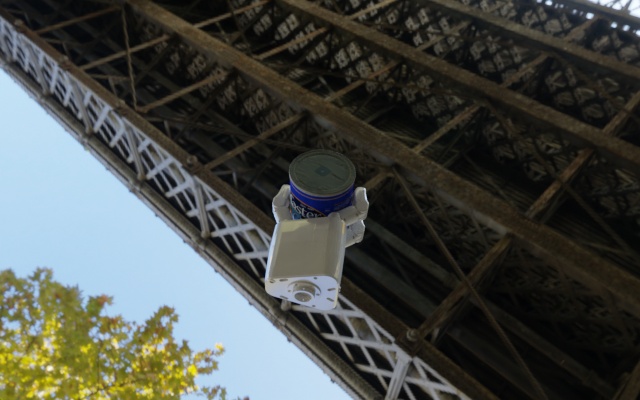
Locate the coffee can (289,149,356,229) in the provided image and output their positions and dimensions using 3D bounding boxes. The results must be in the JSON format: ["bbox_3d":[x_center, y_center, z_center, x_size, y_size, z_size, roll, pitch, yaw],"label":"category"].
[{"bbox_3d":[0.000,0.002,0.782,0.103,0.102,0.140,0,-44,-3],"label":"coffee can"}]
